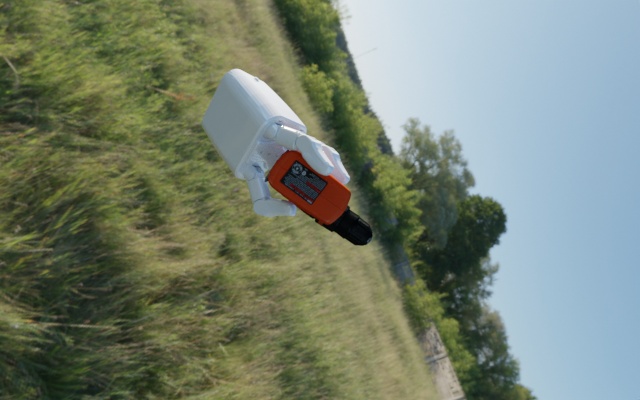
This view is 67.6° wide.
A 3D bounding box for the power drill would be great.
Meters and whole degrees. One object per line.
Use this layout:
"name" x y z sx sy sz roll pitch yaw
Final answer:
"power drill" 0.000 0.002 0.674 0.184 0.057 0.188 34 -6 5
